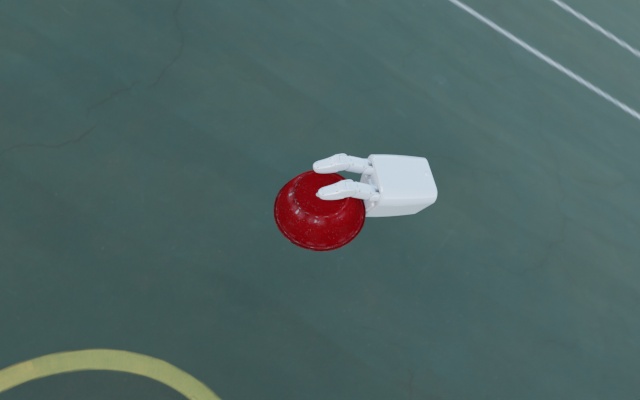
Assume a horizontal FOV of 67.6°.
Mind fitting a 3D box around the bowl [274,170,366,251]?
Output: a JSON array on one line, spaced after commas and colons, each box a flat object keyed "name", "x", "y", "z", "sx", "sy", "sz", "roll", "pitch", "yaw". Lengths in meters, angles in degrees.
[{"name": "bowl", "x": -0.001, "y": 0.003, "z": 0.810, "sx": 0.162, "sy": 0.162, "sz": 0.055, "roll": 0, "pitch": -32, "yaw": -3}]
